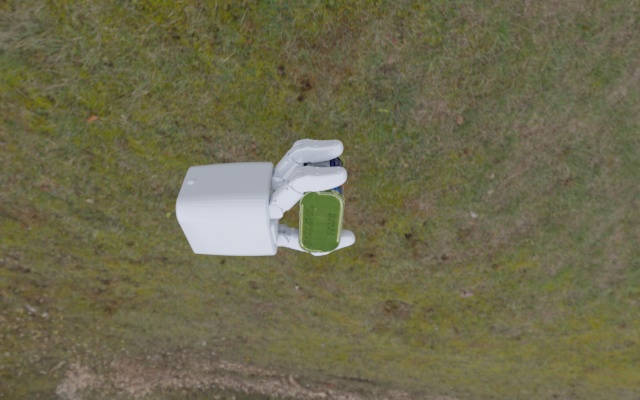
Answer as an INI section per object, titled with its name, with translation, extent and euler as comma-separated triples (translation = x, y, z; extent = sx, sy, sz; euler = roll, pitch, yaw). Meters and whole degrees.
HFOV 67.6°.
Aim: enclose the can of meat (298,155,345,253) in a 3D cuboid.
[can of meat]
translation = 0.000, 0.002, 0.588
extent = 0.057, 0.102, 0.084
euler = 2, 39, -1
